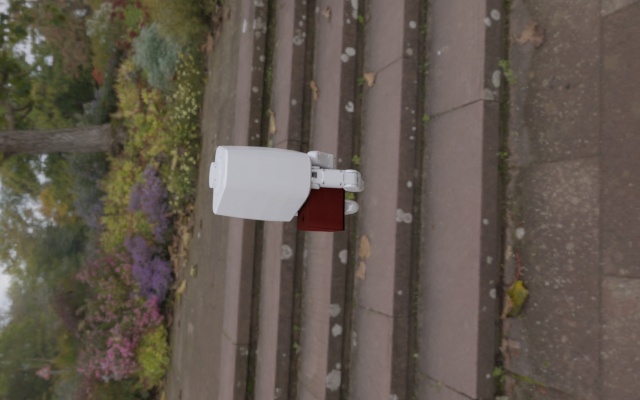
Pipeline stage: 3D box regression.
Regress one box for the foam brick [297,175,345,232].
[{"bbox_3d":[0.000,0.002,0.636,0.051,0.078,0.053,4,-9,-19],"label":"foam brick"}]
